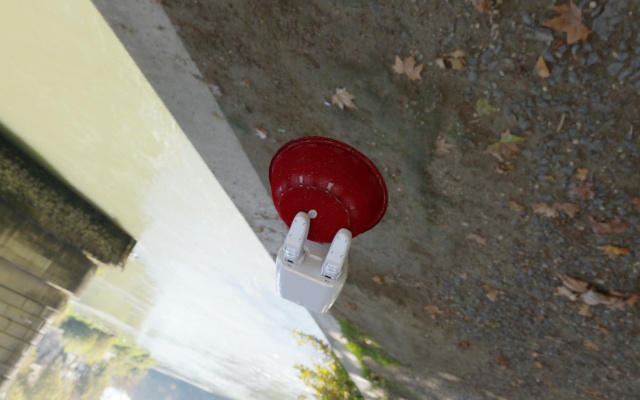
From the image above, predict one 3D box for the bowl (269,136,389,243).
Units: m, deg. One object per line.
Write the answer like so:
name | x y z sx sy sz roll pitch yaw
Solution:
bowl | 0.000 0.001 0.595 0.162 0.162 0.055 0 39 24
